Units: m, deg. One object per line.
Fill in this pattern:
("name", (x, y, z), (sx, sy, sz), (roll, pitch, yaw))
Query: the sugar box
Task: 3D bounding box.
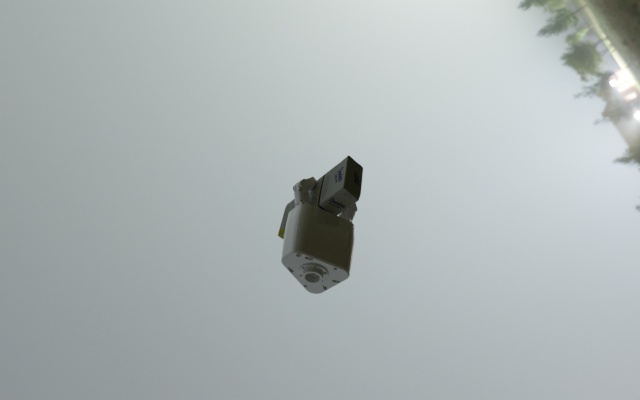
("sugar box", (0.000, 0.003, 0.866), (0.048, 0.093, 0.176), (40, -53, -23))
